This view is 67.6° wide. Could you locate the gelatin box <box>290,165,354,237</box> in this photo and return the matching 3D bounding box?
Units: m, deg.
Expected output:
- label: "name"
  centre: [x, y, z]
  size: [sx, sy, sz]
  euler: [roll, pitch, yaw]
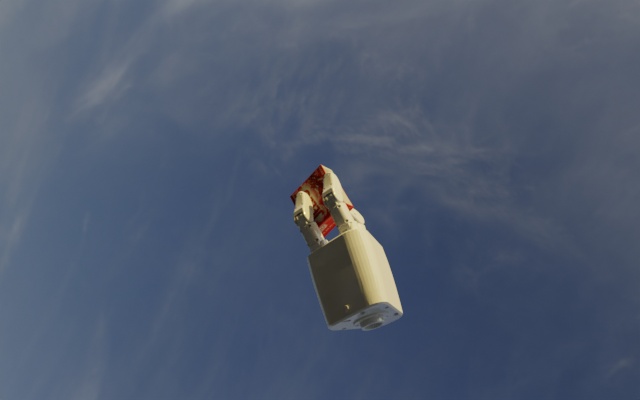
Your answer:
- label: "gelatin box"
  centre: [0.000, 0.002, 0.711]
  size: [0.073, 0.089, 0.030]
  euler: [-45, -43, 20]
